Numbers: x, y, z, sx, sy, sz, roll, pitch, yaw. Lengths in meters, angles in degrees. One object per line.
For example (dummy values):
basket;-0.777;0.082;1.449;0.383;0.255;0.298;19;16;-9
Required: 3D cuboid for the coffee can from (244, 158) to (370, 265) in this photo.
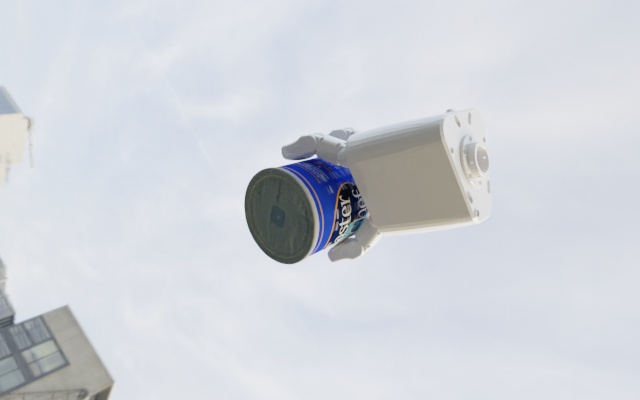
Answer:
coffee can;0.000;0.002;0.540;0.103;0.103;0.140;0;13;41
